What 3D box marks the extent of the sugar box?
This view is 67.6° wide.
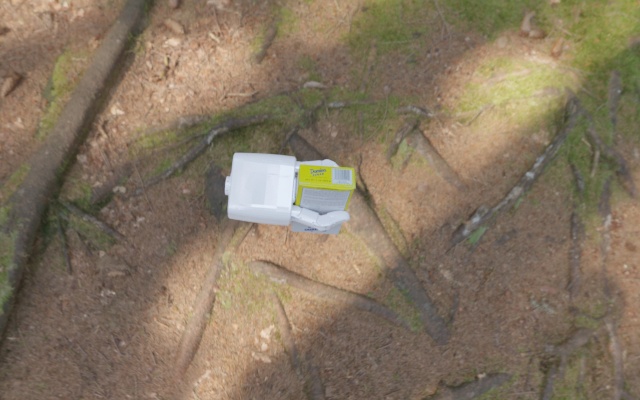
[{"bbox_3d":[0.000,0.002,0.837,0.093,0.048,0.176,5,-27,-6],"label":"sugar box"}]
